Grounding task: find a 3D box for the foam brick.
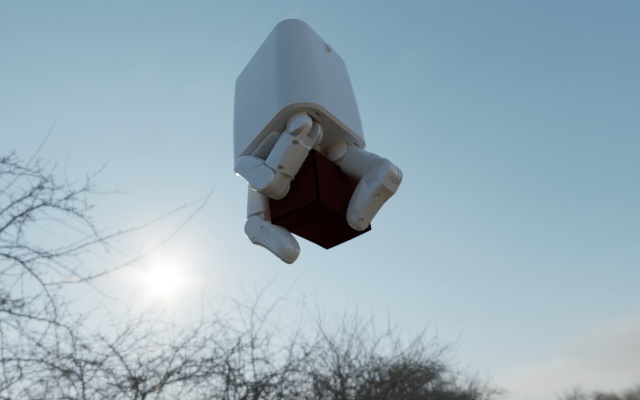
[{"bbox_3d":[0.000,0.002,0.413,0.053,0.051,0.078,-25,-35,28],"label":"foam brick"}]
